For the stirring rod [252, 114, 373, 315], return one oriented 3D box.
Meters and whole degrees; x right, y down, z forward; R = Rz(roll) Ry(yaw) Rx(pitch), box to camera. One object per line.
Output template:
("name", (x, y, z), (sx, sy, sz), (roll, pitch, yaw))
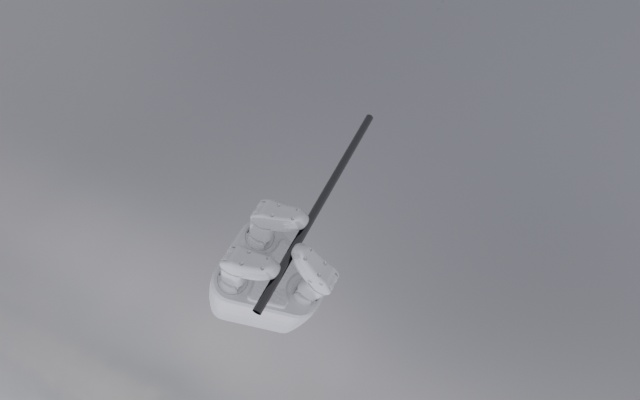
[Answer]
("stirring rod", (0.000, 0.001, 0.451), (0.011, 0.239, 0.011), (22, -31, 14))
